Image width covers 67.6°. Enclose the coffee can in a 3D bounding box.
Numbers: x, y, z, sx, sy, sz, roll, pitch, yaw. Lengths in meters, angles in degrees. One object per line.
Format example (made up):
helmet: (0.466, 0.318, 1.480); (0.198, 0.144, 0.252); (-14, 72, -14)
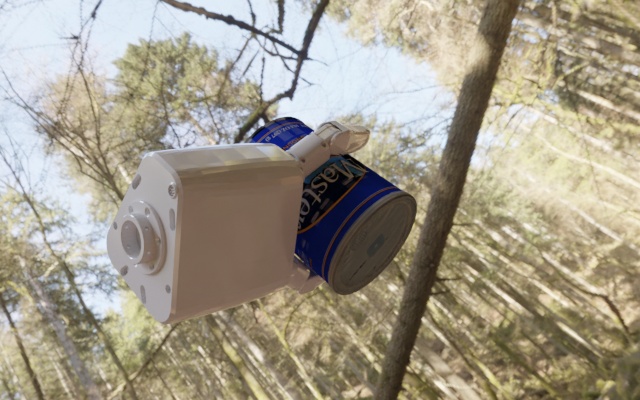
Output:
coffee can: (0.000, 0.001, 0.432); (0.140, 0.103, 0.103); (38, 21, 30)
